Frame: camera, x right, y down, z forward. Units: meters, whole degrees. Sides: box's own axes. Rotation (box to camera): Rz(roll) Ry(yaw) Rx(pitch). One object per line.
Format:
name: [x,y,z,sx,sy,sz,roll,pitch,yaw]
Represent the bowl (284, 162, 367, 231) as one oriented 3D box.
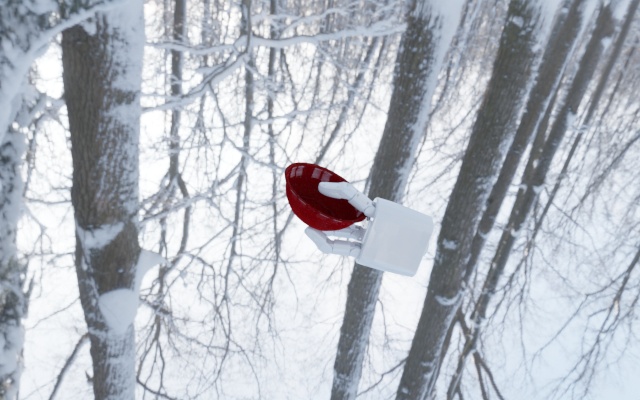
bowl: [-0.001,0.002,0.829,0.162,0.055,0.162,24,29,-14]
